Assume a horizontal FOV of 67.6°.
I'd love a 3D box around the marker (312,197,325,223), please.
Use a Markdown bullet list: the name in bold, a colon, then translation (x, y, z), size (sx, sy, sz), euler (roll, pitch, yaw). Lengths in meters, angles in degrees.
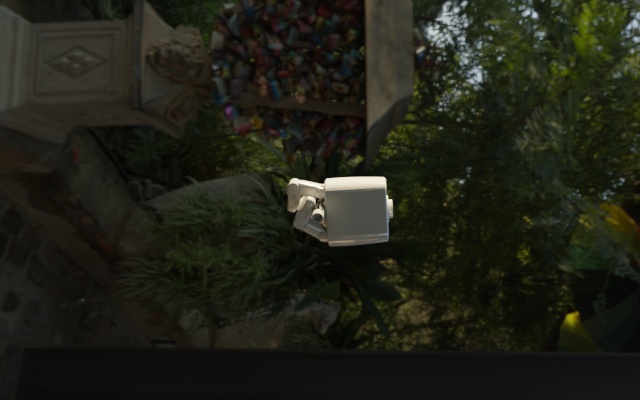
- **marker**: translation (0.000, 0.003, 0.836), size (0.020, 0.020, 0.121), euler (0, 25, 5)
